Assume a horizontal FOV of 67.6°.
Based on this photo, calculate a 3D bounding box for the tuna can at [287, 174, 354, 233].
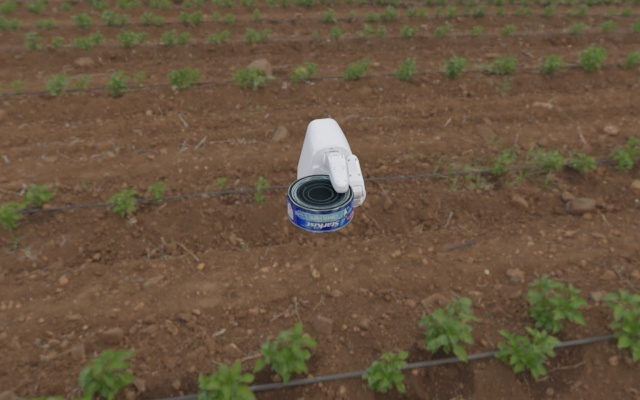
[{"bbox_3d":[0.000,0.002,0.609,0.086,0.034,0.086,0,35,0],"label":"tuna can"}]
